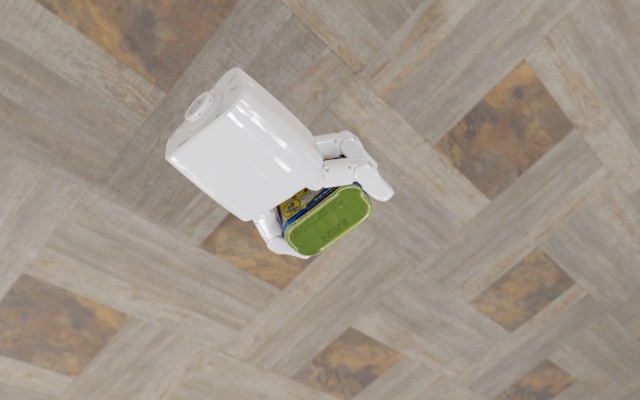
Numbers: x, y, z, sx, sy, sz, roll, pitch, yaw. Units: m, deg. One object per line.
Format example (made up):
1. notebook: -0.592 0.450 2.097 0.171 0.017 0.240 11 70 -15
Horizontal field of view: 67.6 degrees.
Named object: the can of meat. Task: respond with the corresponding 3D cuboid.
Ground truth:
1. can of meat: 0.000 0.002 0.524 0.102 0.057 0.084 -37 34 10
